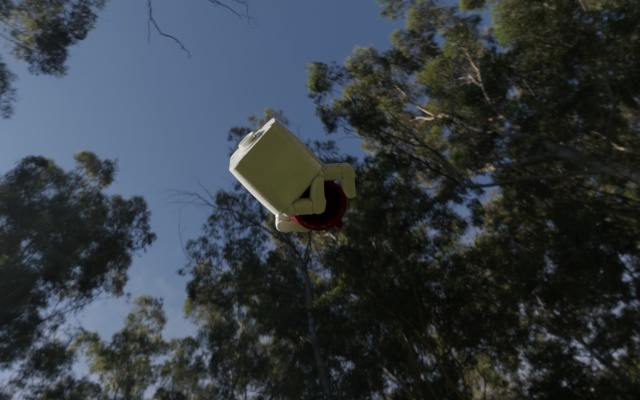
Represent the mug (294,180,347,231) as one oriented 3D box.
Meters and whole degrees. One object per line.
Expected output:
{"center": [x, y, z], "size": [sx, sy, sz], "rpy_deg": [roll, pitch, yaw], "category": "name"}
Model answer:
{"center": [0.001, 0.004, 0.839], "size": [0.093, 0.117, 0.081], "rpy_deg": [-42, 22, 7], "category": "mug"}
